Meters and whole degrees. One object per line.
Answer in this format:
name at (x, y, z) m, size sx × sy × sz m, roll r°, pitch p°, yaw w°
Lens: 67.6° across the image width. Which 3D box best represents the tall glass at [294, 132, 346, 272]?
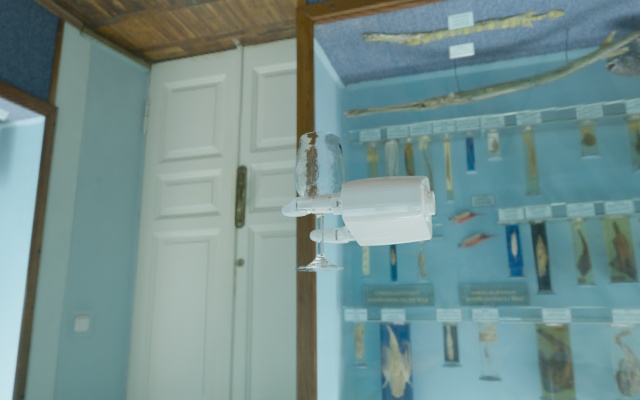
tall glass at (0.000, 0.003, 0.709) m, size 0.079 × 0.201 × 0.079 m, roll -1°, pitch -12°, yaw 0°
